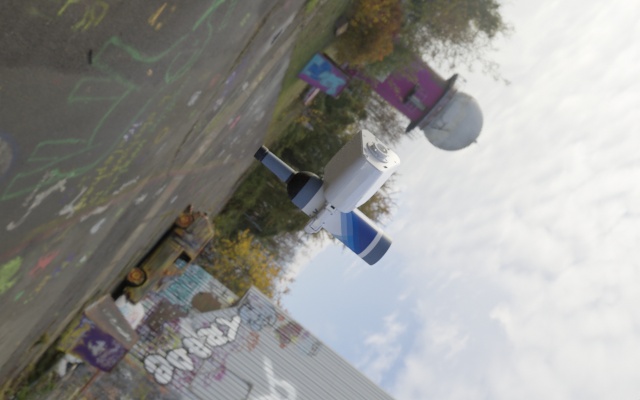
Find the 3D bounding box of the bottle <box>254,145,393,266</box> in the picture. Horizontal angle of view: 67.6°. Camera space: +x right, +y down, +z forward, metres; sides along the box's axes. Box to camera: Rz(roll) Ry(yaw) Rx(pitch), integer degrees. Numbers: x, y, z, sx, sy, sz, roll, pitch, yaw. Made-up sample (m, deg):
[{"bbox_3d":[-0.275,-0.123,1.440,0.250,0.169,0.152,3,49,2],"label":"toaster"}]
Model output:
[{"bbox_3d":[0.000,0.003,0.878,0.296,0.069,0.069,39,-4,-5],"label":"bottle"}]
